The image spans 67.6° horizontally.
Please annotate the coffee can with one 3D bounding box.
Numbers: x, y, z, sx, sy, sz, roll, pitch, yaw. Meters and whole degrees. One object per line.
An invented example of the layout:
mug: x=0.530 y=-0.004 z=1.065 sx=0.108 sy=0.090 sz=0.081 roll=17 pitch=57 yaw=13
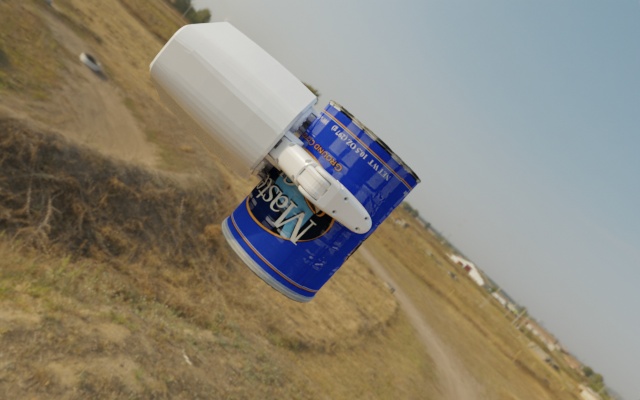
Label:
coffee can: x=0.000 y=0.002 z=0.408 sx=0.103 sy=0.140 sz=0.103 roll=42 pitch=6 yaw=-6
